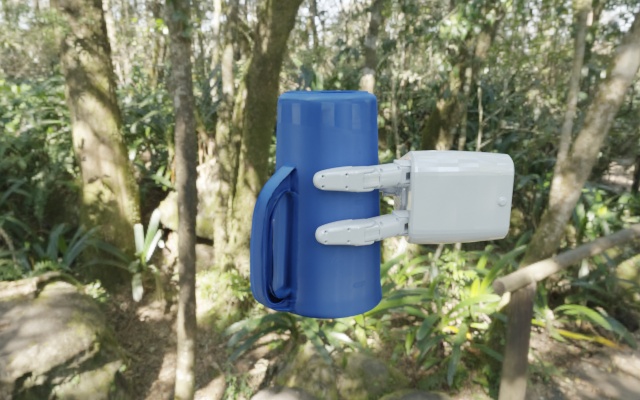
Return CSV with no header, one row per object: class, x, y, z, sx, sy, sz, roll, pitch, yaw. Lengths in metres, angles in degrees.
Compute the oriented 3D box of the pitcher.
pitcher,0.000,0.002,0.535,0.145,0.243,0.149,0,13,0
